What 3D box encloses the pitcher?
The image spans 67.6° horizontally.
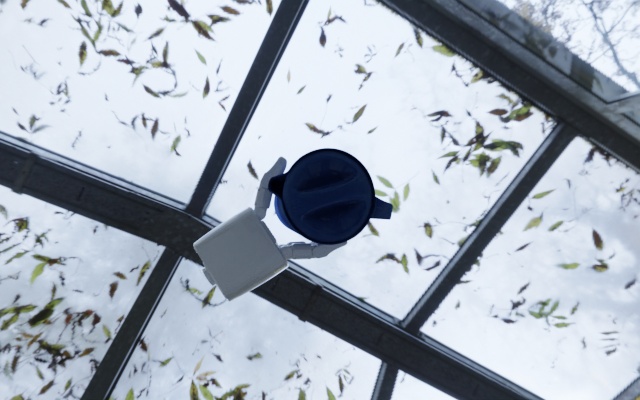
[{"bbox_3d":[0.000,0.003,0.766,0.145,0.149,0.243,-35,4,-10],"label":"pitcher"}]
